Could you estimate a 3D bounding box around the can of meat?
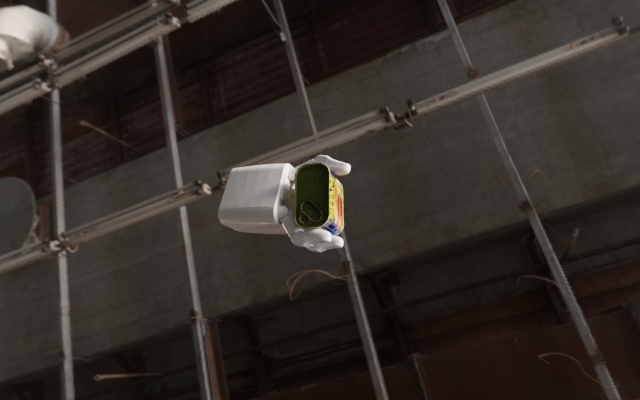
[{"bbox_3d":[0.000,0.002,0.758,0.057,0.102,0.084,-5,-17,18],"label":"can of meat"}]
